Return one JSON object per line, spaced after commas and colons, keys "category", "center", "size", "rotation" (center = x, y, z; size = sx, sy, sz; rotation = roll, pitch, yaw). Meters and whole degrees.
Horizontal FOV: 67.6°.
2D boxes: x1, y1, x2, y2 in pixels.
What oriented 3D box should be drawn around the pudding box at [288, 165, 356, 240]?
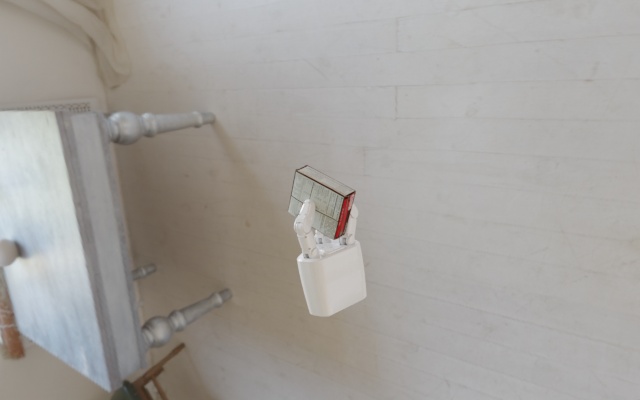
{"category": "pudding box", "center": [0.000, 0.003, 0.828], "size": [0.113, 0.090, 0.039], "rotation": [29, 32, 26]}
